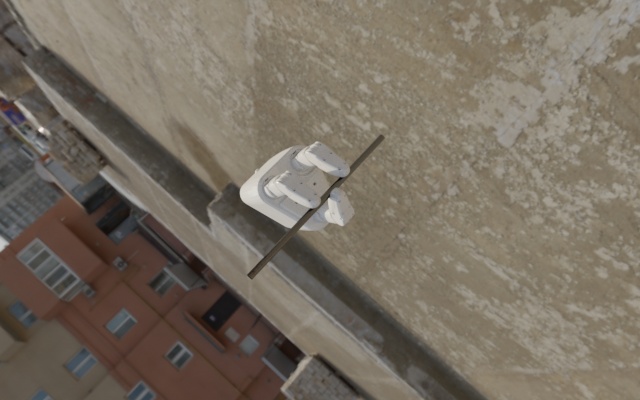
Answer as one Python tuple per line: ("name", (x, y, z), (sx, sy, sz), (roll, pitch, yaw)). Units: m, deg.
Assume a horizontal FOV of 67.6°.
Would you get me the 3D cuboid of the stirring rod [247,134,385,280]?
("stirring rod", (0.000, 0.002, 0.563), (0.239, 0.011, 0.011), (-47, 19, -19))
